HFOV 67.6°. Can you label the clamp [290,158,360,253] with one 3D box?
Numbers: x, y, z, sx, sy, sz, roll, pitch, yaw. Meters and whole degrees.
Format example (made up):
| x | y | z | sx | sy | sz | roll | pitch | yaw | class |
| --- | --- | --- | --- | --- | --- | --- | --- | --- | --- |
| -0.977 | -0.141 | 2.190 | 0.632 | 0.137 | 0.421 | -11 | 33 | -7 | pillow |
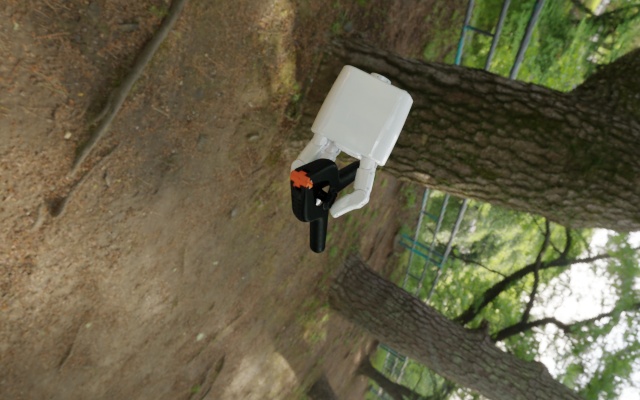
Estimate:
| x | y | z | sx | sy | sz | roll | pitch | yaw | class |
| --- | --- | --- | --- | --- | --- | --- | --- | --- | --- |
| 0.001 | 0.002 | 0.697 | 0.036 | 0.164 | 0.210 | 26 | 4 | 21 | clamp |
